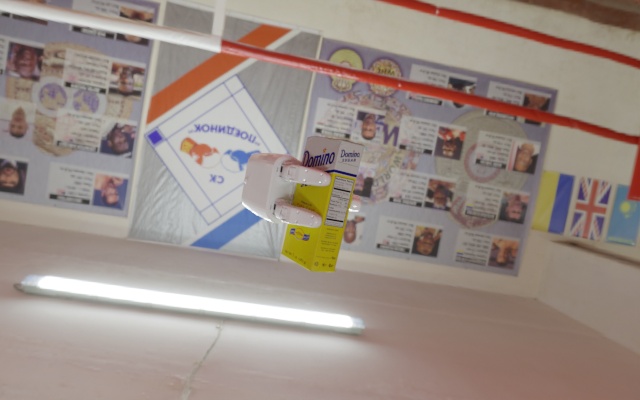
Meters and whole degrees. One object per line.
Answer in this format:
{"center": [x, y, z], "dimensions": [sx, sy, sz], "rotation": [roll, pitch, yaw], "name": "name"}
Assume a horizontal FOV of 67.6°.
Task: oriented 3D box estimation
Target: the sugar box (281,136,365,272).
{"center": [0.000, 0.002, 0.656], "dimensions": [0.048, 0.176, 0.093], "rotation": [8, 5, -32], "name": "sugar box"}
